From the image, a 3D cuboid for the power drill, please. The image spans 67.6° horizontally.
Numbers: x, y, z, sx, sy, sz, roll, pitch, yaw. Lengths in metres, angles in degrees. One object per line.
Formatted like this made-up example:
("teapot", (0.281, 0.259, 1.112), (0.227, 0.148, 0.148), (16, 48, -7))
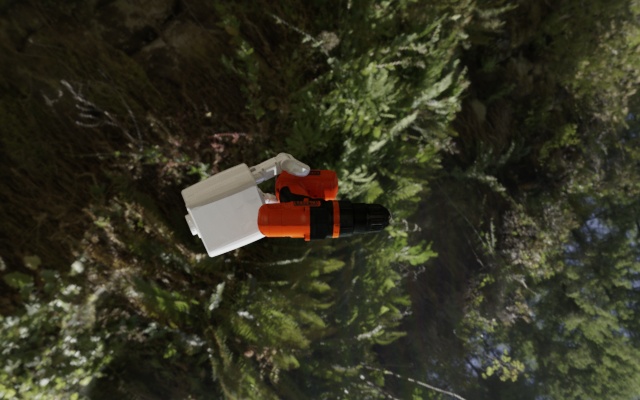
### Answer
("power drill", (0.000, 0.002, 0.723), (0.184, 0.057, 0.187), (1, 18, -5))
